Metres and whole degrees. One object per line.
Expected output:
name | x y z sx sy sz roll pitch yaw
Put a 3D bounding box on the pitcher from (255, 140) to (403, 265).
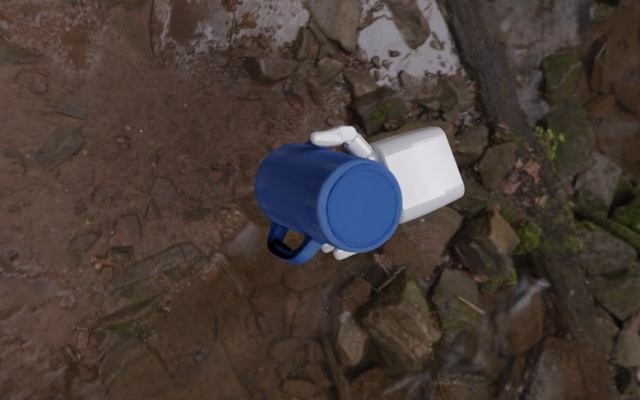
pitcher | 0.000 0.002 0.637 0.145 0.149 0.243 -20 14 -18
